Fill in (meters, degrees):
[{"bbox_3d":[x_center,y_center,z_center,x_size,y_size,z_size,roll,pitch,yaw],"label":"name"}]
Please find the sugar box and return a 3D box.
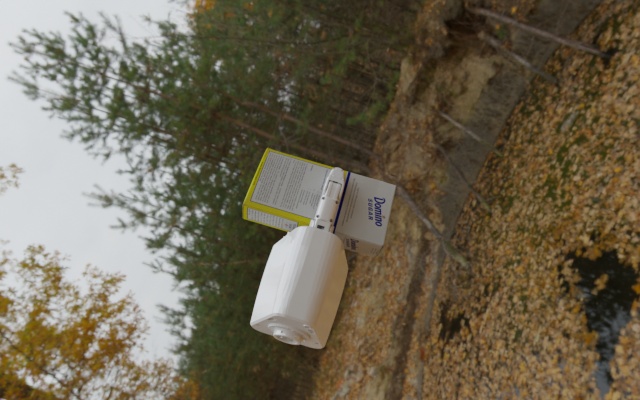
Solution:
[{"bbox_3d":[0.000,0.002,0.605,0.176,0.093,0.048,18,-30,-1],"label":"sugar box"}]
